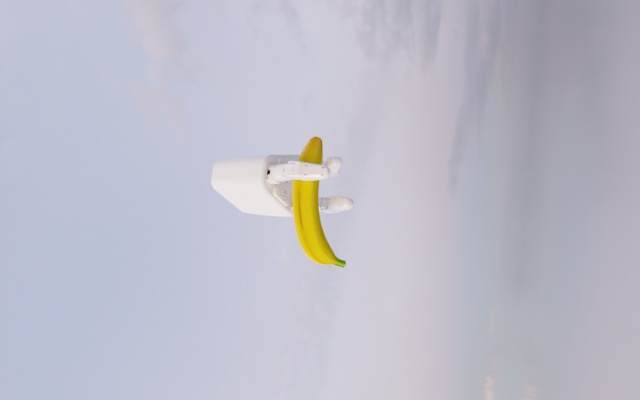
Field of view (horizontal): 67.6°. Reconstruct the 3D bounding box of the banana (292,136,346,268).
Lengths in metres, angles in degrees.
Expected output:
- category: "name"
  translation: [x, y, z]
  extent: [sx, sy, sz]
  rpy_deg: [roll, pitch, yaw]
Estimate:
- category: "banana"
  translation: [-0.011, 0.009, 0.683]
  extent: [0.037, 0.198, 0.069]
  rpy_deg: [-4, 9, 40]
